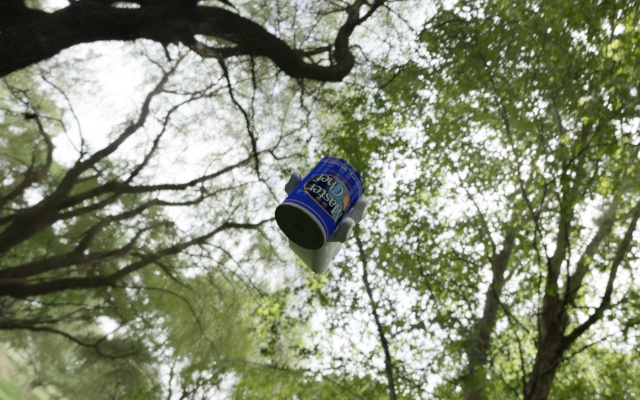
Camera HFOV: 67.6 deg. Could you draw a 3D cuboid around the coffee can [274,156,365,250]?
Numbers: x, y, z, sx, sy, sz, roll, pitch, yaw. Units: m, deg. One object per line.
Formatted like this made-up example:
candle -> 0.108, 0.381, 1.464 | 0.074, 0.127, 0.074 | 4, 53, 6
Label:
coffee can -> 0.000, 0.003, 0.845 | 0.103, 0.103, 0.140 | 0, 39, 43
